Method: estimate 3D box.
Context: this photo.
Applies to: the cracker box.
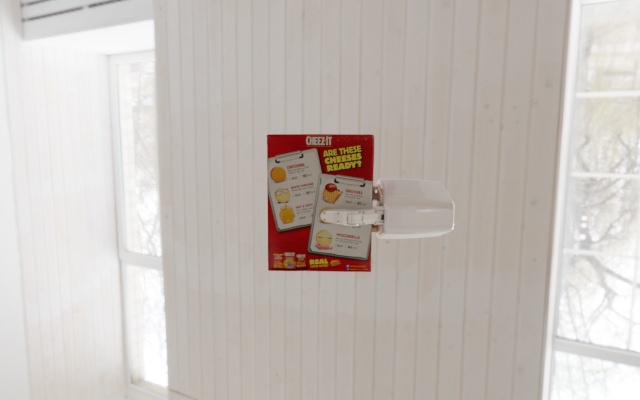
[{"bbox_3d":[0.000,0.003,0.758,0.164,0.214,0.072,0,8,1],"label":"cracker box"}]
